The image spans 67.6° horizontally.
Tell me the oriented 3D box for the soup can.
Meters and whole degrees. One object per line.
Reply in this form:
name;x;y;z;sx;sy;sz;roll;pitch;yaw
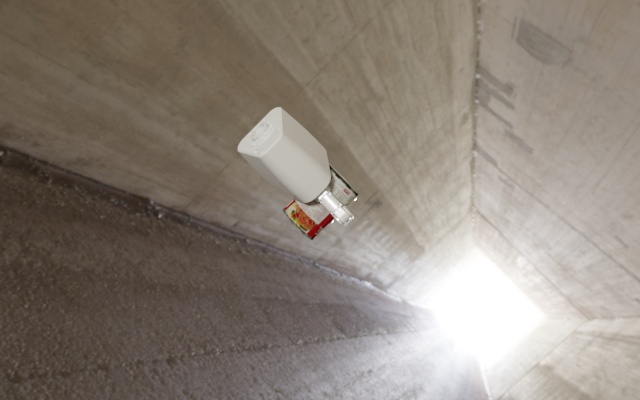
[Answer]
soup can;0.001;0.003;0.745;0.102;0.068;0.068;-44;-4;4
